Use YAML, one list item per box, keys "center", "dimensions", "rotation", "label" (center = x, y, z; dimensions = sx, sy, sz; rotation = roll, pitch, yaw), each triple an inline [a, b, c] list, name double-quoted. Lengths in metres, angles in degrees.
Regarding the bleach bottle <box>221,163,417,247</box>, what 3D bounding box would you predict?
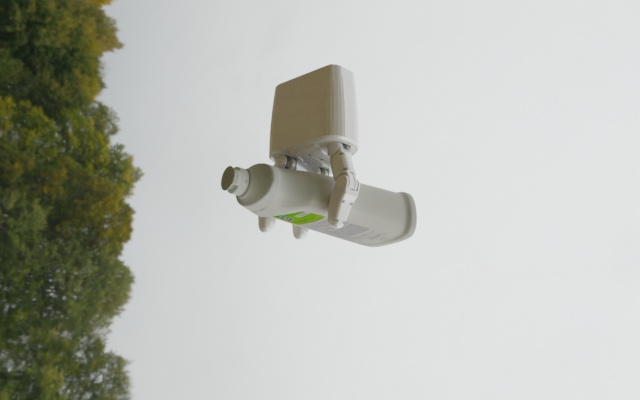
- center: [0.000, 0.002, 0.587]
  dimensions: [0.251, 0.068, 0.102]
  rotation: [17, -27, -37]
  label: "bleach bottle"
